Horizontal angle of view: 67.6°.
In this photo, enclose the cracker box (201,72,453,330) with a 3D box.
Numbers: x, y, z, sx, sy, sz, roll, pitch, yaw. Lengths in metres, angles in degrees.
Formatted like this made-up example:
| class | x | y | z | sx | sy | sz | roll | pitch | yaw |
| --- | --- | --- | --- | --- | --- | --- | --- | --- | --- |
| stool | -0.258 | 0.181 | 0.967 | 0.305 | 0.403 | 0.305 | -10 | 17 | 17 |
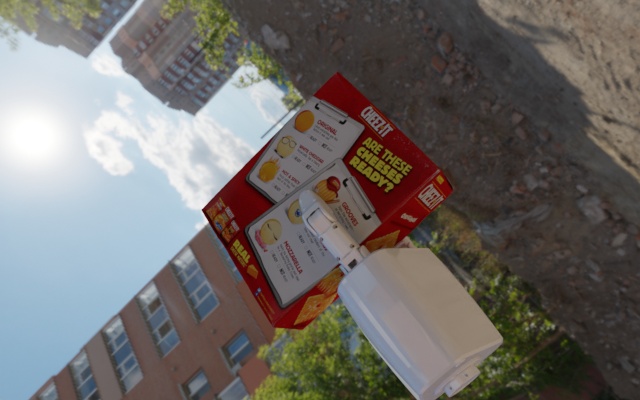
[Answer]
| class | x | y | z | sx | sy | sz | roll | pitch | yaw |
| --- | --- | --- | --- | --- | --- | --- | --- | --- | --- |
| cracker box | 0.000 | 0.002 | 0.496 | 0.164 | 0.214 | 0.072 | 51 | 10 | 30 |
